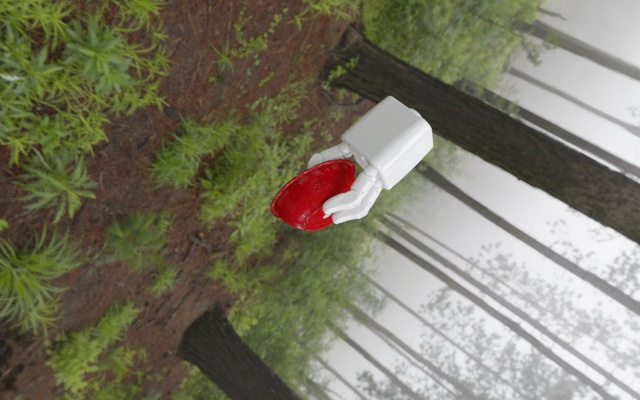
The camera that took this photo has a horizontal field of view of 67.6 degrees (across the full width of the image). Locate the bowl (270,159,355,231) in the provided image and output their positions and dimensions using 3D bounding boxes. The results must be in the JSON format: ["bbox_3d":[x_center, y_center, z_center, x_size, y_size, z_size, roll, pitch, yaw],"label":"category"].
[{"bbox_3d":[-0.001,0.004,0.794,0.162,0.055,0.162,-26,-22,-11],"label":"bowl"}]
